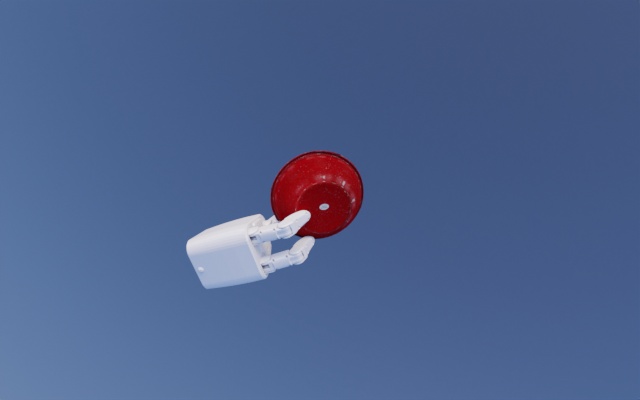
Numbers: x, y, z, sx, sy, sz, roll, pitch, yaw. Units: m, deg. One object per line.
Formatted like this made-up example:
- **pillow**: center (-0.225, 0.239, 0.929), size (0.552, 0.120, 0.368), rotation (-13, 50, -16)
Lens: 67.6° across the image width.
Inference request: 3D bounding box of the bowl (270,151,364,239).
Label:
- **bowl**: center (0.001, 0.002, 0.786), size (0.162, 0.162, 0.055), rotation (0, 22, -12)
